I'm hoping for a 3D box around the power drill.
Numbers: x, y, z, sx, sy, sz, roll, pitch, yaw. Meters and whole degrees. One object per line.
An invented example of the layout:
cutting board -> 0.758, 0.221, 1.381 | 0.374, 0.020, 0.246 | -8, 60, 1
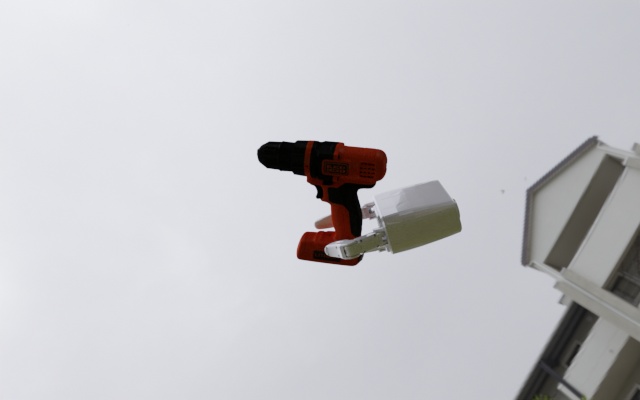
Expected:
power drill -> 0.000, 0.003, 0.699 | 0.184, 0.188, 0.057 | 7, 31, 12
